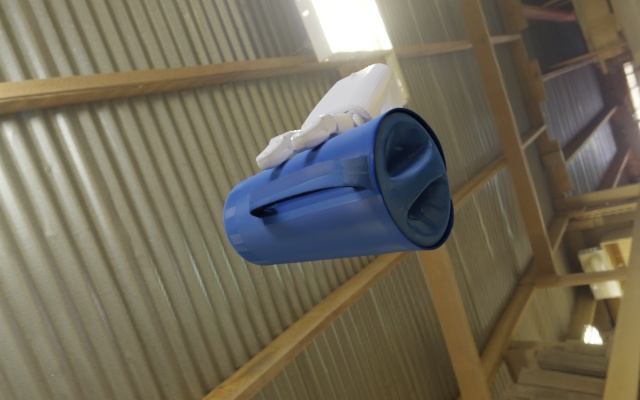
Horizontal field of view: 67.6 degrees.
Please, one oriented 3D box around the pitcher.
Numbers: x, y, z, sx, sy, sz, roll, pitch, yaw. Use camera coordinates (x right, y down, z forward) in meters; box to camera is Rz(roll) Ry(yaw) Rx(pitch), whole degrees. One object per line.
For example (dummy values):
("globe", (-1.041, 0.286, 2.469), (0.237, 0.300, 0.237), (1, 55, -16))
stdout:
("pitcher", (0.000, 0.002, 0.502), (0.243, 0.149, 0.145), (-16, 33, 41))
